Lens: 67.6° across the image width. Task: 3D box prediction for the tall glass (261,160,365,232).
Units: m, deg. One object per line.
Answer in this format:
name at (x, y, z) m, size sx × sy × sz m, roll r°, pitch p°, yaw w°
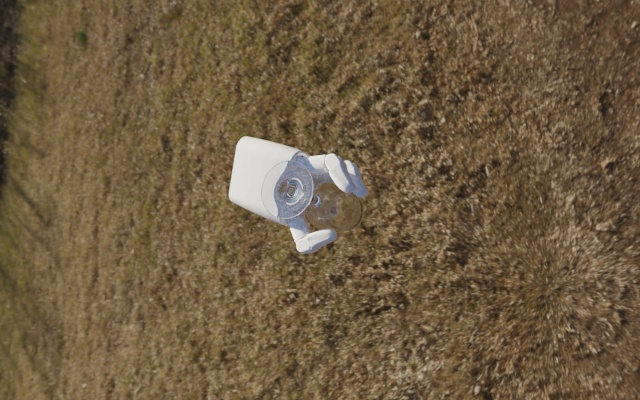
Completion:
tall glass at (0.000, 0.002, 0.678) m, size 0.079 × 0.079 × 0.201 m, roll 0°, pitch -9°, yaw 26°
